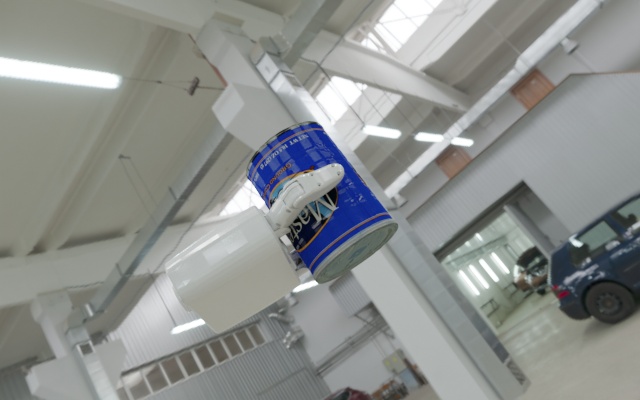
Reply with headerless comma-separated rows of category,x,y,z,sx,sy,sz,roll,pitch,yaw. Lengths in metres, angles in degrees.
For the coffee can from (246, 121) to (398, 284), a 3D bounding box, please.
coffee can,0.000,0.002,0.509,0.103,0.140,0.103,-31,-19,-12
